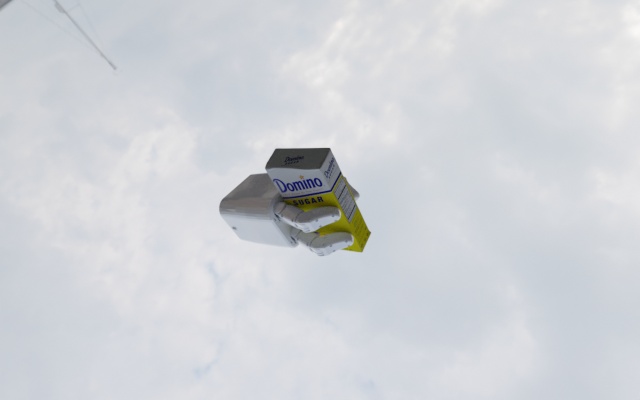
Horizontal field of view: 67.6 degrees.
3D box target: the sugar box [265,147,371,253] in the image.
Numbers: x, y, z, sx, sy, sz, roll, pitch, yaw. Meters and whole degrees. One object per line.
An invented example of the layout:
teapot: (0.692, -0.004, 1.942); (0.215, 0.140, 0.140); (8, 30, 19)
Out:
sugar box: (0.000, 0.003, 0.681); (0.093, 0.048, 0.176); (3, -38, 33)
